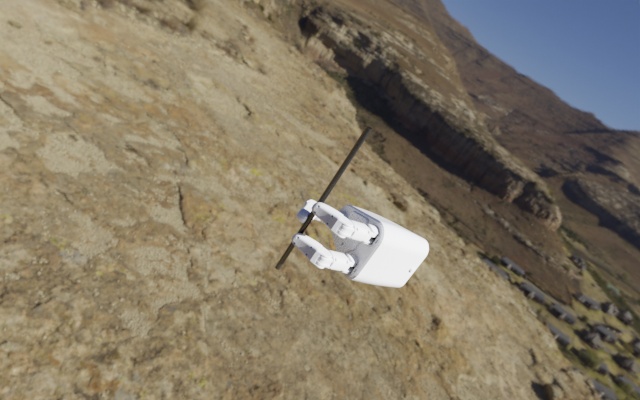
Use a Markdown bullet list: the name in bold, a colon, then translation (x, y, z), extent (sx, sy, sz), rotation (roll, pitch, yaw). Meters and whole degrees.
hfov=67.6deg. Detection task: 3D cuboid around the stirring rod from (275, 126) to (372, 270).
- **stirring rod**: translation (0.000, 0.002, 0.646), extent (0.011, 0.239, 0.011), rotation (29, 20, -12)
